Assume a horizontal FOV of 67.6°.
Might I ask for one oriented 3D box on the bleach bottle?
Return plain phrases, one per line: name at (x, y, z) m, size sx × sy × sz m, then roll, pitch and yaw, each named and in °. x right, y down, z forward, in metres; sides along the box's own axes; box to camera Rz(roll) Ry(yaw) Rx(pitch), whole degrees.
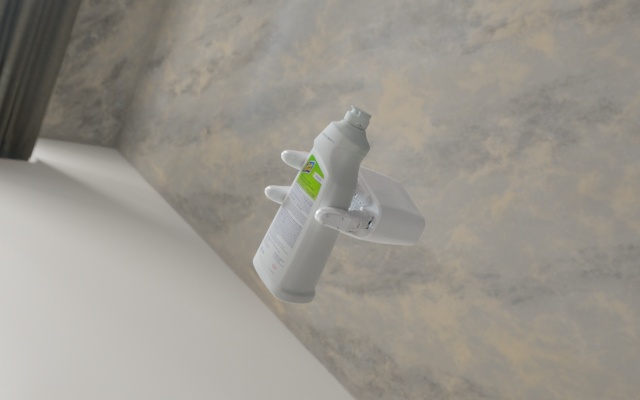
bleach bottle at (0.000, 0.002, 0.610) m, size 0.068 × 0.251 × 0.102 m, roll 14°, pitch 21°, yaw -40°
